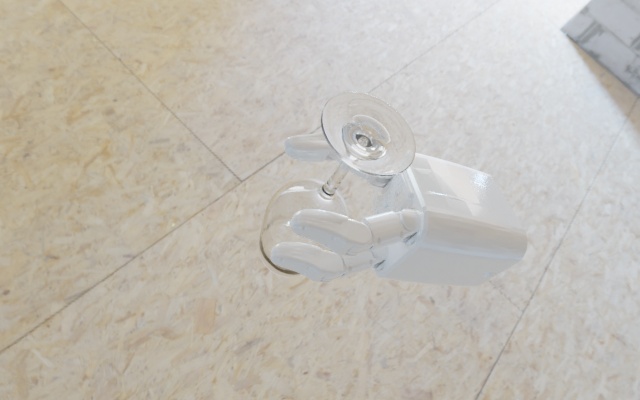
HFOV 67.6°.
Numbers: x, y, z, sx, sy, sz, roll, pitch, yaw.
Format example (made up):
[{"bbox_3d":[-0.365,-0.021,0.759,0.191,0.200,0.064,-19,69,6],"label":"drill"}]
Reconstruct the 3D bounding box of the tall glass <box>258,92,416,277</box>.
[{"bbox_3d":[0.000,0.001,0.415,0.079,0.079,0.201,0,-30,-24],"label":"tall glass"}]
